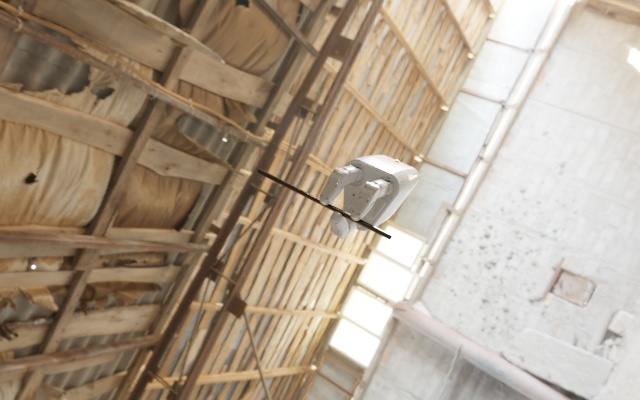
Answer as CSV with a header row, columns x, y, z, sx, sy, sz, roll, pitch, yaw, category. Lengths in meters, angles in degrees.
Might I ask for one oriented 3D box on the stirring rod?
x,y,z,sx,sy,sz,roll,pitch,yaw,category
0.000,0.002,0.714,0.239,0.011,0.011,27,11,24,stirring rod
